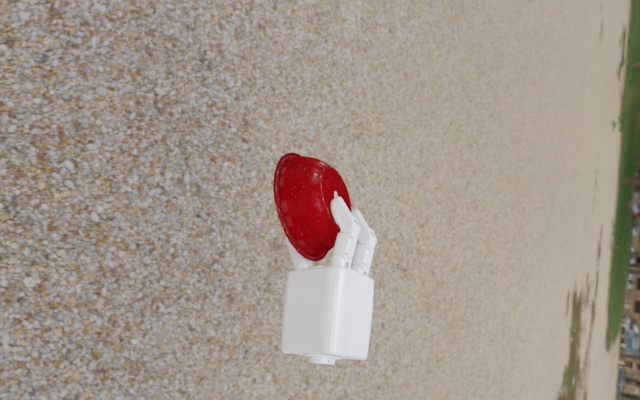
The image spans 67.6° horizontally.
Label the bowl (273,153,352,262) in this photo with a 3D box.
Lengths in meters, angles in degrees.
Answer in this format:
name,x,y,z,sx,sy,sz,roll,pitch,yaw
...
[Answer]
name,x,y,z,sx,sy,sz,roll,pitch,yaw
bowl,0.000,0.001,0.679,0.055,0.162,0.162,-16,-7,25
